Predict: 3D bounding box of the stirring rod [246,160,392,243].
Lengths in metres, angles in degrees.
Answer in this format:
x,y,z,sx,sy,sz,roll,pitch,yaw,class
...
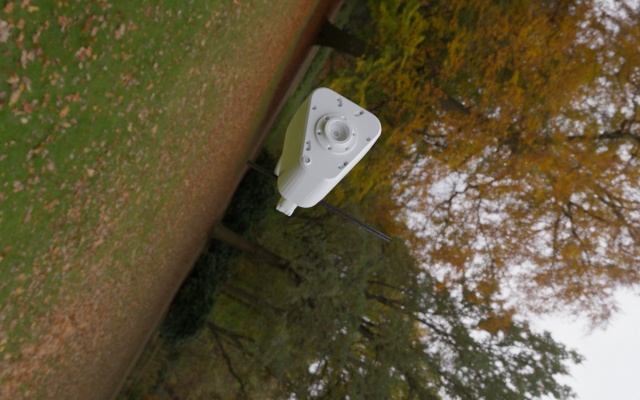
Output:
x,y,z,sx,sy,sz,roll,pitch,yaw,class
0.000,0.002,0.697,0.239,0.011,0.011,29,-4,-8,stirring rod
